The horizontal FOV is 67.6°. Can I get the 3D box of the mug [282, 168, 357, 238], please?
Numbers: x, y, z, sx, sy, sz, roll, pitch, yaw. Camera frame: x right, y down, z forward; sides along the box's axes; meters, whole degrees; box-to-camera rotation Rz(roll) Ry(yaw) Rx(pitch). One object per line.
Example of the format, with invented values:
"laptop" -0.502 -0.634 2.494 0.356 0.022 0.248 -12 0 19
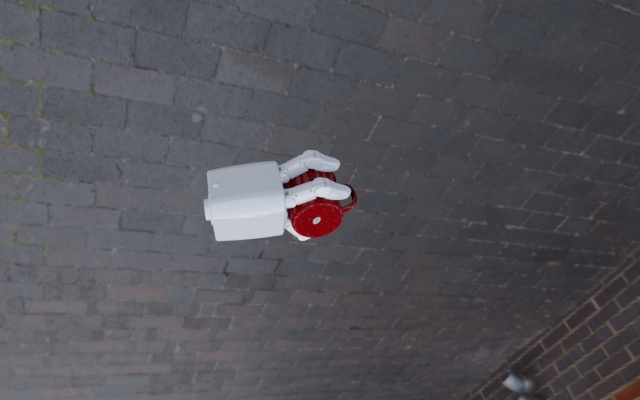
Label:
"mug" 0.002 0.002 0.749 0.117 0.081 0.093 -8 -43 -9
